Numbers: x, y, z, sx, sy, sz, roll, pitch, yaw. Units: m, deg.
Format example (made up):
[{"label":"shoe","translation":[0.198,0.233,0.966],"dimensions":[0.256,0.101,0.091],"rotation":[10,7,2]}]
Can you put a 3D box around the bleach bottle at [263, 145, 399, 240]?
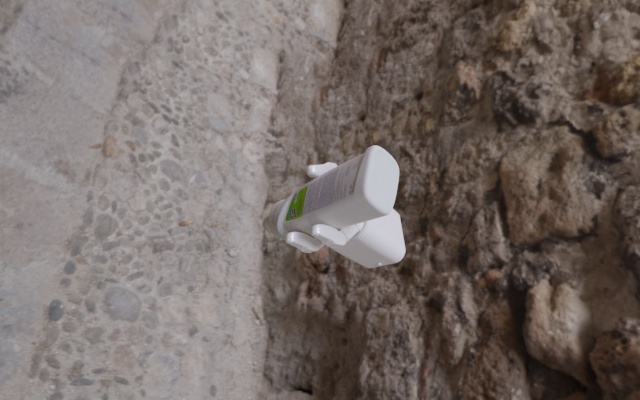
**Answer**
[{"label":"bleach bottle","translation":[0.000,0.002,0.742],"dimensions":[0.251,0.102,0.068],"rotation":[-19,-45,43]}]
